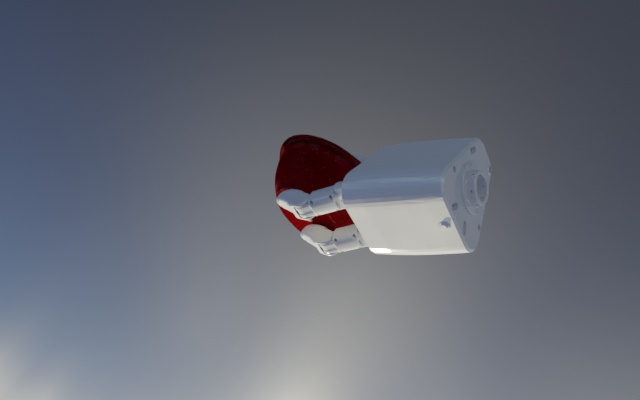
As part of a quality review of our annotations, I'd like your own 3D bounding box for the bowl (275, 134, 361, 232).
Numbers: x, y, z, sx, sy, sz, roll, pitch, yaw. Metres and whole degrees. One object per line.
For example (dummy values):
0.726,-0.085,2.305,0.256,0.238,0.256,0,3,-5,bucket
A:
-0.001,0.002,0.567,0.162,0.162,0.055,0,42,52,bowl
